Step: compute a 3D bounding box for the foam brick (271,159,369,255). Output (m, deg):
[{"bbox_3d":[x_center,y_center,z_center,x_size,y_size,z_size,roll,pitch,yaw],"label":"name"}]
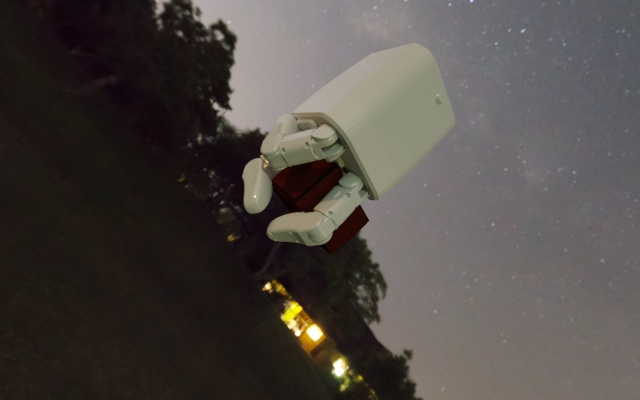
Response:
[{"bbox_3d":[0.000,0.002,0.447,0.051,0.078,0.053,-42,39,-11],"label":"foam brick"}]
